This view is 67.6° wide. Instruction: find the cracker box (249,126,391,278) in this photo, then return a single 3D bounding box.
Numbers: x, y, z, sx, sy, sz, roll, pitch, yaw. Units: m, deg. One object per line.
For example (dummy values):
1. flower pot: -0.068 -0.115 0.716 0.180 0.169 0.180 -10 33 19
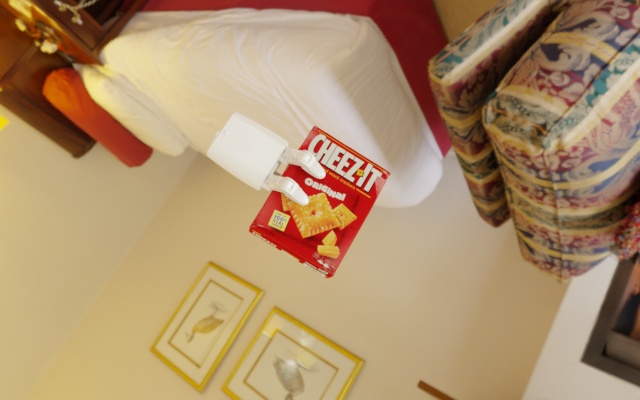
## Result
1. cracker box: 0.000 0.003 0.833 0.164 0.213 0.072 32 -15 -3
